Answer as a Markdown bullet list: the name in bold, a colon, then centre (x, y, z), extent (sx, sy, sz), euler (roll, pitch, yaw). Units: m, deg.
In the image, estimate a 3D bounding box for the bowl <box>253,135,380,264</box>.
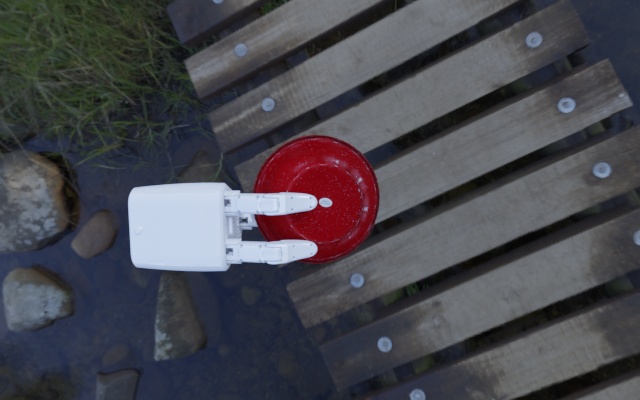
- **bowl**: centre (0.001, 0.002, 0.572), extent (0.162, 0.162, 0.055), euler (0, 5, -10)
